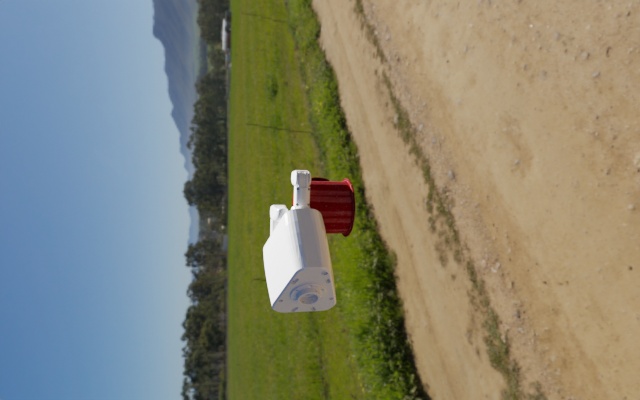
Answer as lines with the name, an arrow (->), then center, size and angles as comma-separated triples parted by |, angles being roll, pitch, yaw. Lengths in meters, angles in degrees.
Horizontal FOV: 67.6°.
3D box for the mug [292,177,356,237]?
mug -> 0.000, 0.001, 0.757 | 0.081, 0.093, 0.117 | 1, 43, -14
